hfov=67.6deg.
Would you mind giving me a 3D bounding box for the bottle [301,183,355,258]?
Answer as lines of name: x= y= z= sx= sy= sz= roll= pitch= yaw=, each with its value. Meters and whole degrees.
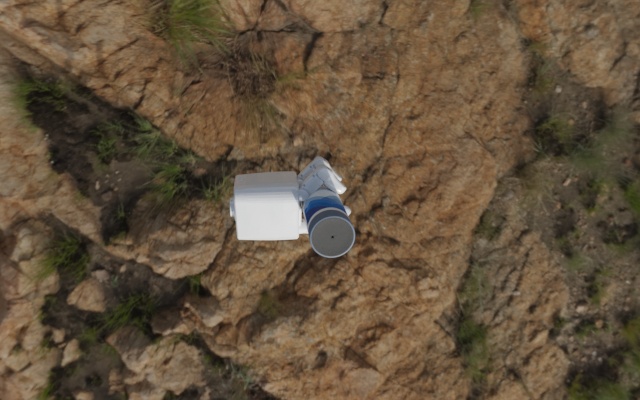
bottle: x=0.000 y=0.003 z=0.823 sx=0.069 sy=0.069 sz=0.295 roll=0 pitch=20 yaw=-7
